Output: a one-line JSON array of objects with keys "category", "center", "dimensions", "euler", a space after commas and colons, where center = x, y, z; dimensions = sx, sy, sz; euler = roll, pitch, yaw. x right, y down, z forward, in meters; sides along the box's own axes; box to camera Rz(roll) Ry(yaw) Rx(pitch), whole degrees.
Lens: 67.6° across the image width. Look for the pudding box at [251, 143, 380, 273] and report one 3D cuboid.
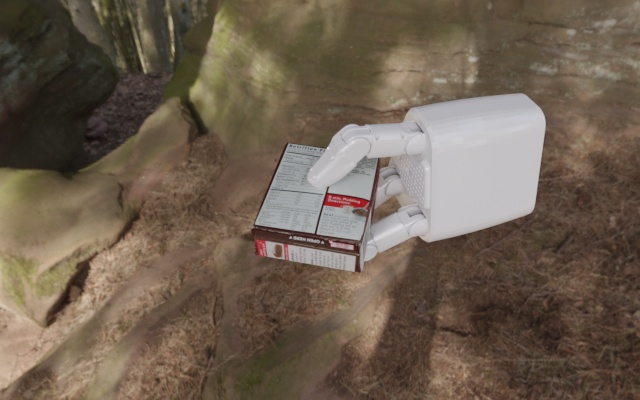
[{"category": "pudding box", "center": [0.000, 0.001, 0.407], "dimensions": [0.090, 0.039, 0.113], "euler": [8, 44, 9]}]
